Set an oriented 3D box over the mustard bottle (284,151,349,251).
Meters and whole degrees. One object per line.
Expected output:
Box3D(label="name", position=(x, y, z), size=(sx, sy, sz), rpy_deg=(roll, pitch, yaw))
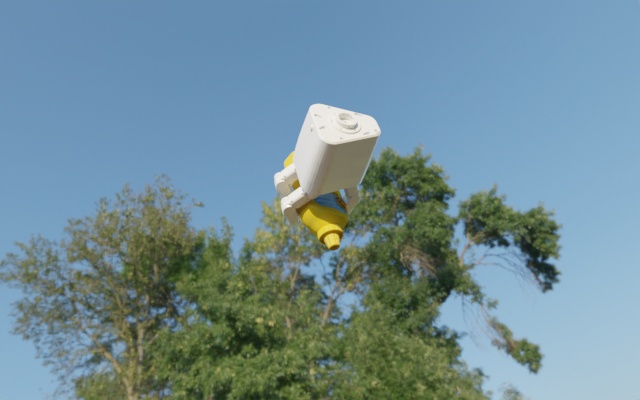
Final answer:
Box3D(label="mustard bottle", position=(0.000, 0.003, 0.808), size=(0.096, 0.191, 0.058), rpy_deg=(20, -52, -38))
